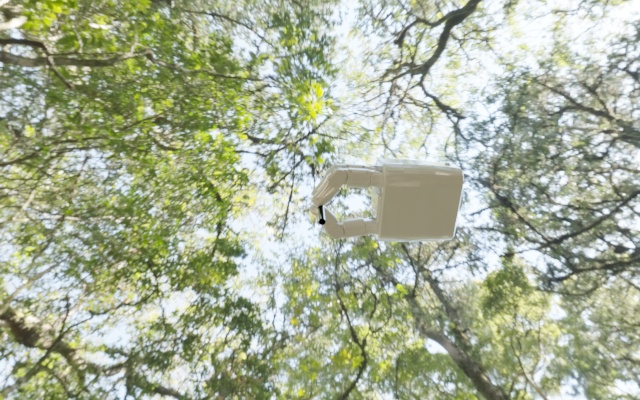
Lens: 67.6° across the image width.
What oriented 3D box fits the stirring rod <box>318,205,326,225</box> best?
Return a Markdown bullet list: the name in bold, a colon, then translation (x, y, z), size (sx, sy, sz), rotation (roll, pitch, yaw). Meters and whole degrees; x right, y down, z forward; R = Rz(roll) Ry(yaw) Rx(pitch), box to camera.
- **stirring rod**: translation (0.000, 0.002, 0.667), size (0.011, 0.011, 0.239), rotation (0, 11, -1)
